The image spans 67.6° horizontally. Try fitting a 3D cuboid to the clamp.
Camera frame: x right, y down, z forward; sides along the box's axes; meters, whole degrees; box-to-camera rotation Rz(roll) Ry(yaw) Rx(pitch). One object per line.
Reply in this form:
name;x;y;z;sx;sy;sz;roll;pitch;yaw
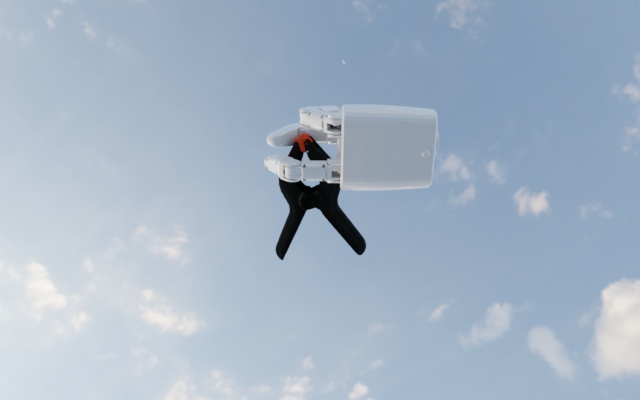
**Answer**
clamp;0.000;0.002;0.609;0.120;0.171;0.039;1;23;2
